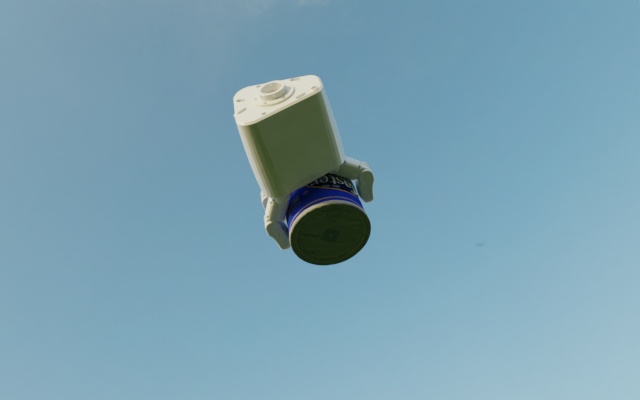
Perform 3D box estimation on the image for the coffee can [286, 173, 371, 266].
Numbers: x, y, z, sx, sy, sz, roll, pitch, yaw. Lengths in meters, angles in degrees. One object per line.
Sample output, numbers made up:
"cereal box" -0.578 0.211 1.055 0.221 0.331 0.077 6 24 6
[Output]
"coffee can" 0.000 0.002 0.642 0.103 0.103 0.140 0 37 -14
